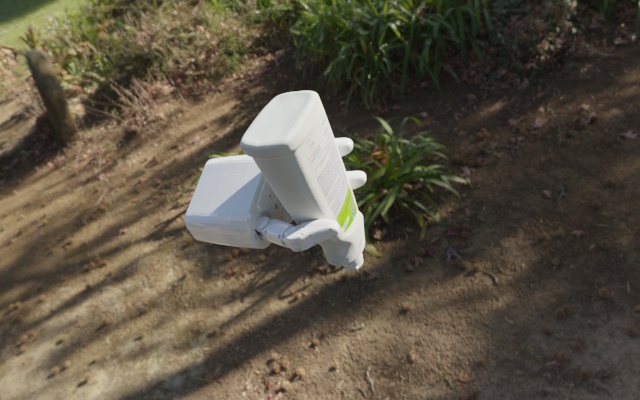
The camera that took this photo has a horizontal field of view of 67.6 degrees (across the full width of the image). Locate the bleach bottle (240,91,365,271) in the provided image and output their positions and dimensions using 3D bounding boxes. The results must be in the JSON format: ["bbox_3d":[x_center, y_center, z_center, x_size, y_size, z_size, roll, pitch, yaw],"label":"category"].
[{"bbox_3d":[0.000,0.002,0.565,0.068,0.251,0.102,2,46,30],"label":"bleach bottle"}]
